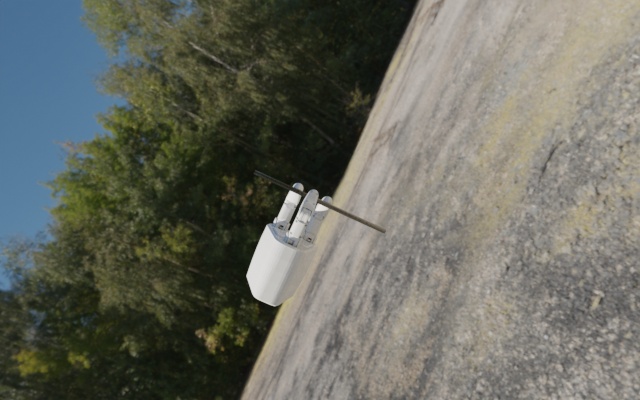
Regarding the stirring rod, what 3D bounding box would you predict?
[{"bbox_3d":[0.000,0.003,0.798,0.239,0.011,0.011,25,-2,-4],"label":"stirring rod"}]
